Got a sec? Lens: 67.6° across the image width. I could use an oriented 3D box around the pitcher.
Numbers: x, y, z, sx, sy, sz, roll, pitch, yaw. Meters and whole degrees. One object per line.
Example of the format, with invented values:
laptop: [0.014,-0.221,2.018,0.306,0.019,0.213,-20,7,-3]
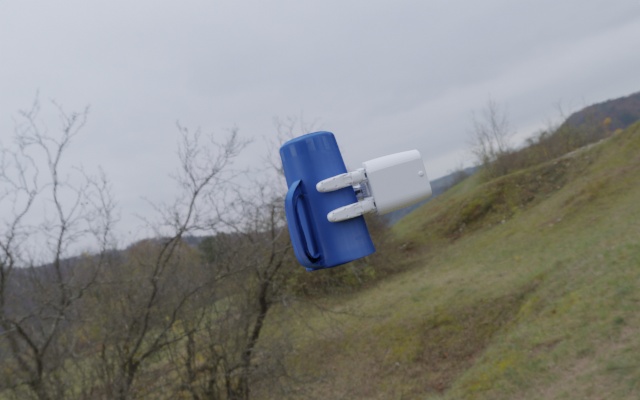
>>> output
pitcher: [0.000,0.003,0.874,0.145,0.243,0.149,-17,-2,-6]
